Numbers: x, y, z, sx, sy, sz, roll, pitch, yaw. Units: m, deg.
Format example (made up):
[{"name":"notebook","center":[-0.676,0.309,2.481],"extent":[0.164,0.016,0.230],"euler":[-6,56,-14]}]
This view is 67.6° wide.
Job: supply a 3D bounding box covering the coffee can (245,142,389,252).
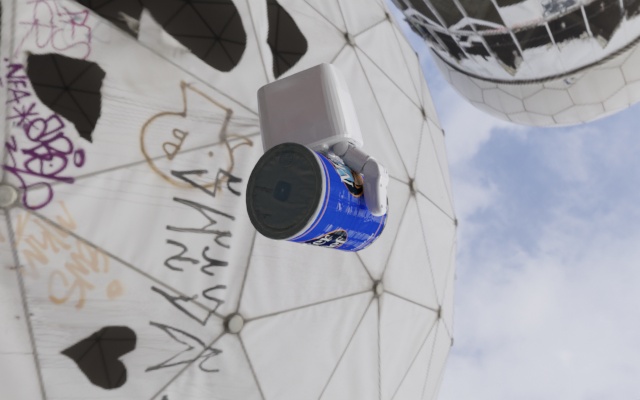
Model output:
[{"name":"coffee can","center":[0.000,0.002,0.544],"extent":[0.103,0.103,0.140],"euler":[0,-10,36]}]
